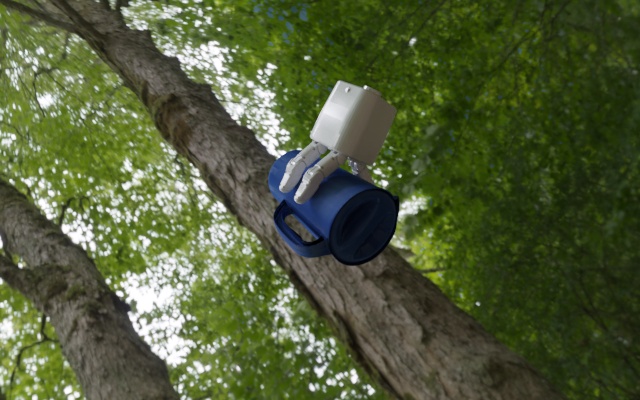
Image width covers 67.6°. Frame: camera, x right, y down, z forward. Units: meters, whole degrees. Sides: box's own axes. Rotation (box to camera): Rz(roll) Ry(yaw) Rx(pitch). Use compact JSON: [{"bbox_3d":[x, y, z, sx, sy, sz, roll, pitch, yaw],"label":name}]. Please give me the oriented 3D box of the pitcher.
[{"bbox_3d":[0.000,0.003,0.813,0.149,0.145,0.242,18,11,-40],"label":"pitcher"}]
